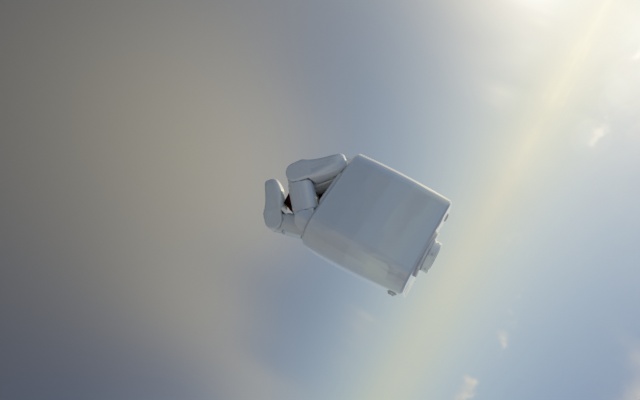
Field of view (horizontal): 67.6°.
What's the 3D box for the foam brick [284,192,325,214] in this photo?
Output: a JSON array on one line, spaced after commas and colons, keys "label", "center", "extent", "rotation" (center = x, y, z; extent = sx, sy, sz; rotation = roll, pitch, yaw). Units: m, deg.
[{"label": "foam brick", "center": [0.000, 0.002, 0.549], "extent": [0.051, 0.053, 0.078], "rotation": [26, -9, 17]}]
